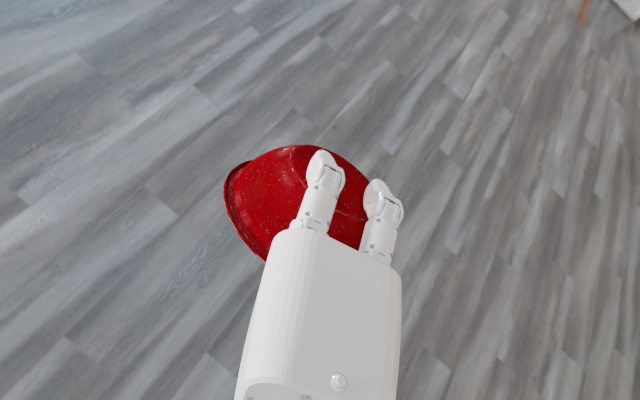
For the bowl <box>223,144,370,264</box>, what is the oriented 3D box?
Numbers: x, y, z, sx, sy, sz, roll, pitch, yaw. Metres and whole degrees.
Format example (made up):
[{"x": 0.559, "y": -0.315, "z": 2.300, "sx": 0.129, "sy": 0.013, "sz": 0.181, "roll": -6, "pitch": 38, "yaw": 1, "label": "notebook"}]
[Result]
[{"x": 0.000, "y": 0.000, "z": 0.420, "sx": 0.162, "sy": 0.162, "sz": 0.055, "roll": 0, "pitch": -44, "yaw": -46, "label": "bowl"}]
